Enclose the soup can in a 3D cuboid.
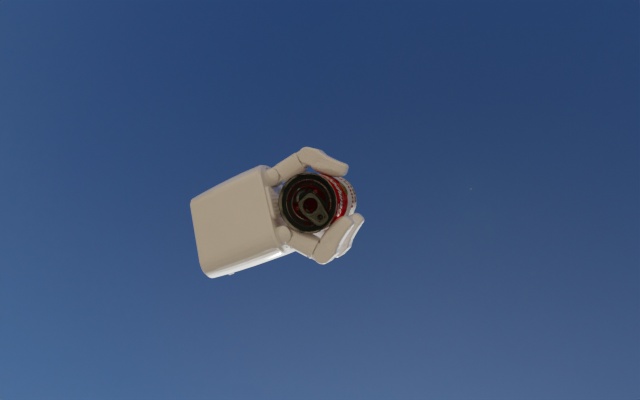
[{"bbox_3d":[0.001,0.002,0.568,0.068,0.068,0.102,0,1,17],"label":"soup can"}]
